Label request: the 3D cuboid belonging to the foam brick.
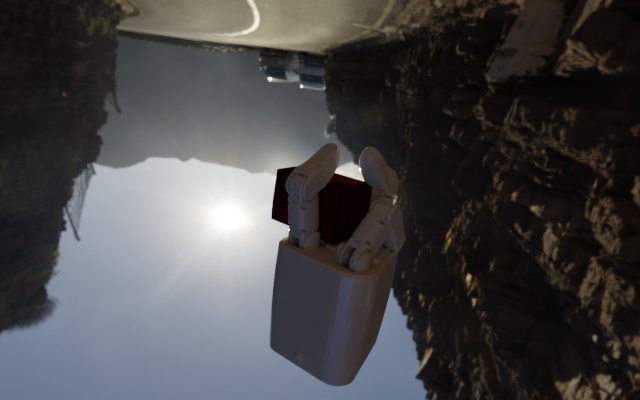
[{"bbox_3d":[0.000,0.001,0.448,0.078,0.051,0.053,20,19,35],"label":"foam brick"}]
